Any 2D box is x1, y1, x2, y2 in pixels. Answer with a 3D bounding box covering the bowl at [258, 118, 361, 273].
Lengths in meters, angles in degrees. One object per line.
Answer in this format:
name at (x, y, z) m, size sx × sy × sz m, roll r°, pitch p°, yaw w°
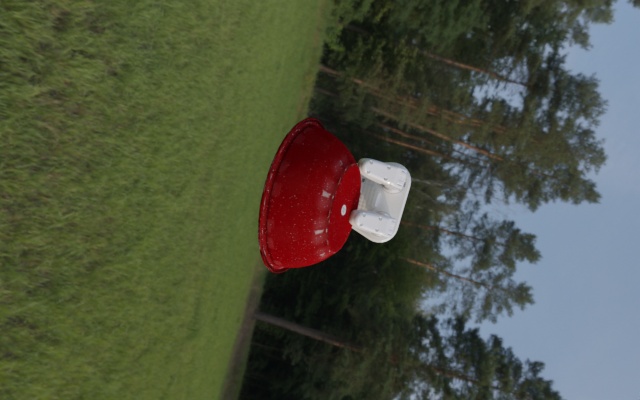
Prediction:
bowl at (0.000, 0.002, 0.479) m, size 0.055 × 0.162 × 0.162 m, roll 14°, pitch 5°, yaw 20°
